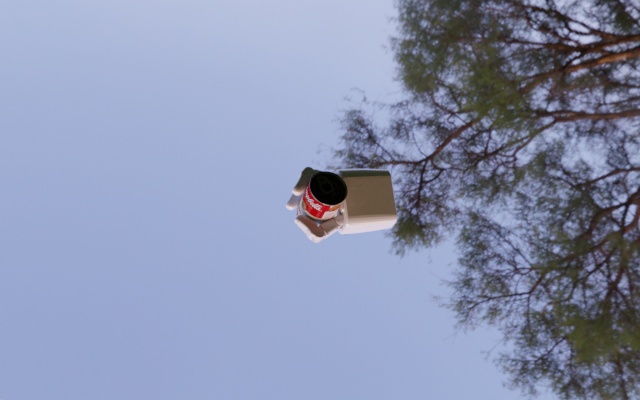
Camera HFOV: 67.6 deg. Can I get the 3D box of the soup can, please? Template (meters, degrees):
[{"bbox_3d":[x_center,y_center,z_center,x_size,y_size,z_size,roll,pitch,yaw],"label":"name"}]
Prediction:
[{"bbox_3d":[0.000,0.003,0.852,0.068,0.068,0.102,0,-29,-18],"label":"soup can"}]
